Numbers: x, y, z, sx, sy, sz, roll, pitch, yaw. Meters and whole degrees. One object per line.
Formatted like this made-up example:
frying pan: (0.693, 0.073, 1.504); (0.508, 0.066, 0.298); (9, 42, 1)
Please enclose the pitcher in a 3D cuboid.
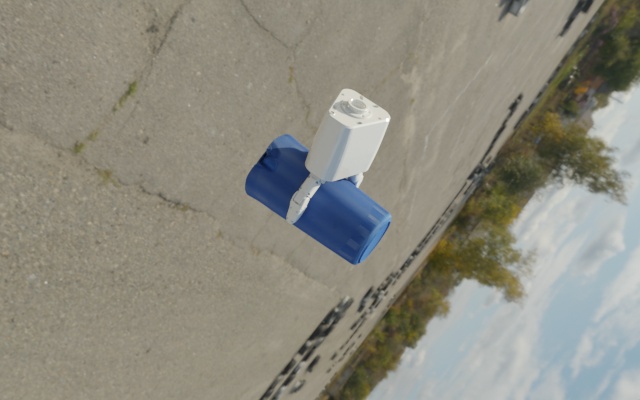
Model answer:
pitcher: (0.000, 0.003, 0.844); (0.243, 0.145, 0.149); (36, 41, 15)
